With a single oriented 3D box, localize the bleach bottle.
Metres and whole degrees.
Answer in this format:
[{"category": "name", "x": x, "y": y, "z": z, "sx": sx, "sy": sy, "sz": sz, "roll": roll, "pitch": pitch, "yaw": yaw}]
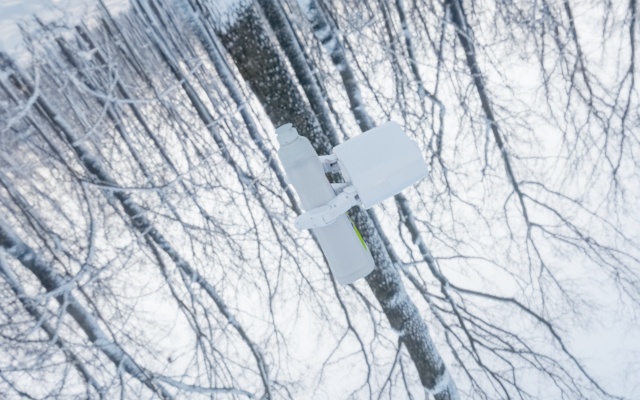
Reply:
[{"category": "bleach bottle", "x": 0.000, "y": 0.002, "z": 0.718, "sx": 0.068, "sy": 0.251, "sz": 0.102, "roll": -26, "pitch": 27, "yaw": 2}]
